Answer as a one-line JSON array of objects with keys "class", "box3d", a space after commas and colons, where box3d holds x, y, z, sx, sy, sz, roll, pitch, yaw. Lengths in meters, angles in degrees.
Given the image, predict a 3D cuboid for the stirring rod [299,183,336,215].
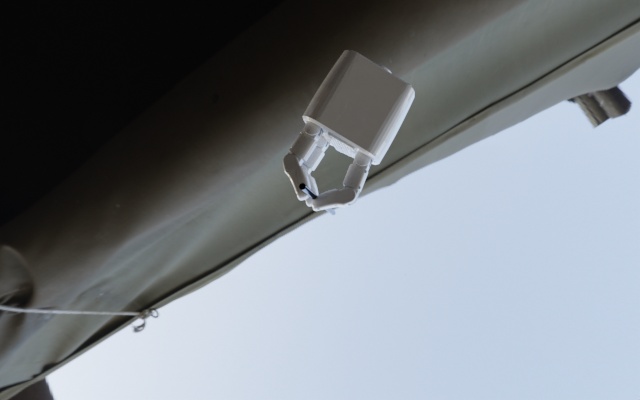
[{"class": "stirring rod", "box3d": [0.000, 0.002, 0.664, 0.011, 0.011, 0.239, 0, -9, 10]}]
